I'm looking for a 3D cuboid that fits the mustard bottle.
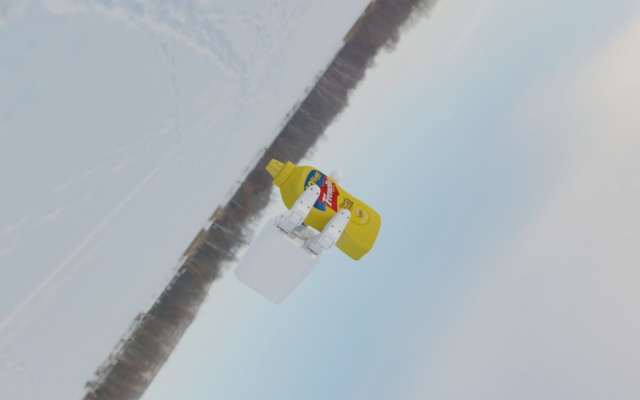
[{"bbox_3d":[0.001,0.002,0.715,0.191,0.096,0.058,36,-50,-9],"label":"mustard bottle"}]
